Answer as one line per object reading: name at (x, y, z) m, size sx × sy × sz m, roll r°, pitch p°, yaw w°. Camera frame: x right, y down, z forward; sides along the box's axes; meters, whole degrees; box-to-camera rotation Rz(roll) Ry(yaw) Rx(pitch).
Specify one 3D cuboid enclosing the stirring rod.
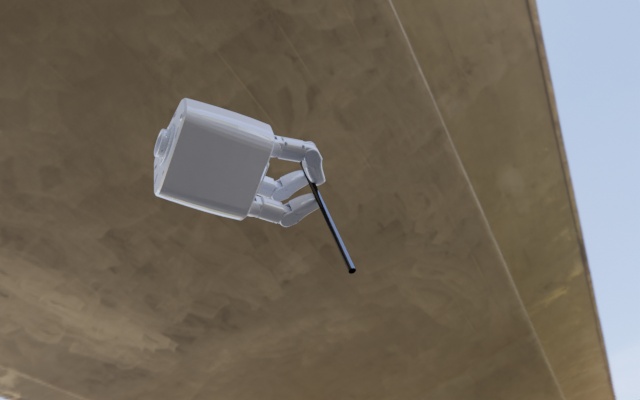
stirring rod at (0.000, 0.002, 0.577) m, size 0.011 × 0.011 × 0.239 m, roll 0°, pitch 35°, yaw -19°
